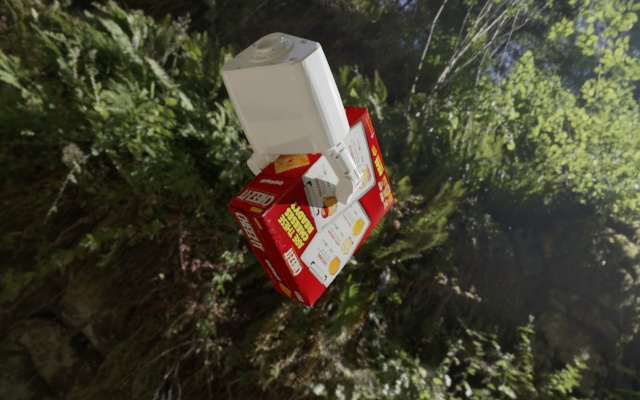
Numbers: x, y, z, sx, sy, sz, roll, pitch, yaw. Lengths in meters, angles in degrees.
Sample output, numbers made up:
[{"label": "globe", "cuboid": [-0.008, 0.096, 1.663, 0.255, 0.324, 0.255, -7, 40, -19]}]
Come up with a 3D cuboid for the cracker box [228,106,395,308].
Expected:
[{"label": "cracker box", "cuboid": [0.000, 0.002, 0.626, 0.072, 0.164, 0.213, 15, 50, 40]}]
